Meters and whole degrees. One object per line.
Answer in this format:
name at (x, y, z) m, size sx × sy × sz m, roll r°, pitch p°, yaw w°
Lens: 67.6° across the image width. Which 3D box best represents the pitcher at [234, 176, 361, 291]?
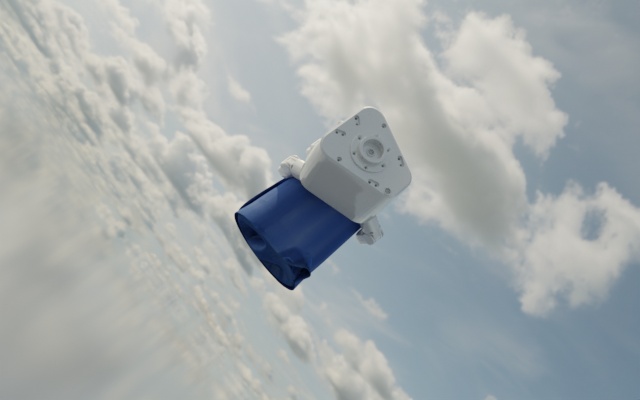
pitcher at (0.000, 0.002, 0.702) m, size 0.242 × 0.149 × 0.145 m, roll -37°, pitch -5°, yaw -20°
